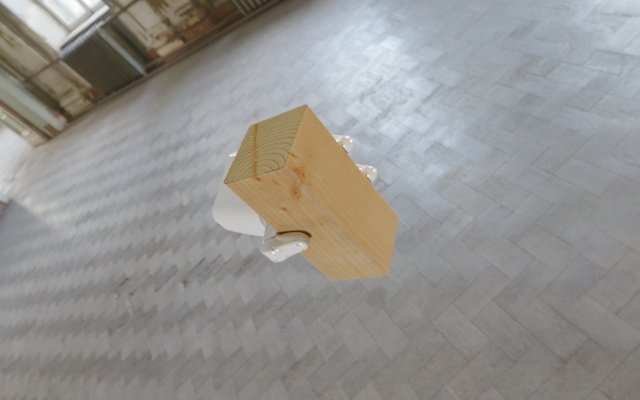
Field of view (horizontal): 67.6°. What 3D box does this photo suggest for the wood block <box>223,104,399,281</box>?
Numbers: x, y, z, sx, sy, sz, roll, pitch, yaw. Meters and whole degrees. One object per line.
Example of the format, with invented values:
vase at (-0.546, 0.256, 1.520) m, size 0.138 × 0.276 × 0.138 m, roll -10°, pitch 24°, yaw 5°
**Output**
wood block at (0.000, 0.002, 0.558) m, size 0.090 × 0.090 × 0.206 m, roll -12°, pitch -44°, yaw 36°
